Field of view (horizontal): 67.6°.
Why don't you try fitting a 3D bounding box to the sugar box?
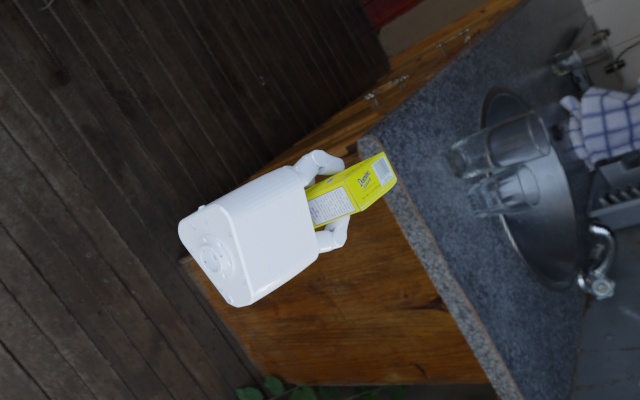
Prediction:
[{"bbox_3d":[0.000,0.001,0.591,0.176,0.048,0.093,-21,10,42],"label":"sugar box"}]
